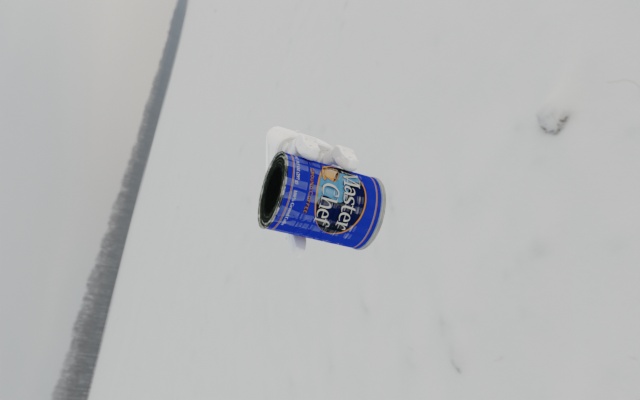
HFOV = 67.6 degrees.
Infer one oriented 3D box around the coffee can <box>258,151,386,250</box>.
[{"bbox_3d":[0.000,0.002,0.630,0.140,0.103,0.103,14,-5,-21],"label":"coffee can"}]
